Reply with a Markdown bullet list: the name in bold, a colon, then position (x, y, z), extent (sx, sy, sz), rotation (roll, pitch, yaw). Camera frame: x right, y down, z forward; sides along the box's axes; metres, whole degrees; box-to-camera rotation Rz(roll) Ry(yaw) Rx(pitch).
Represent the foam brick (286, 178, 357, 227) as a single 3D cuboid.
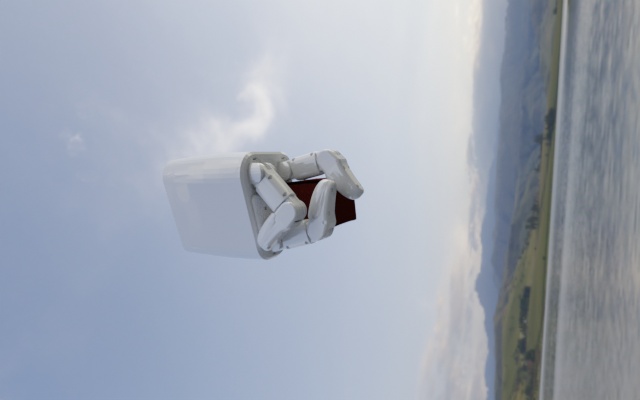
- **foam brick**: position (0.000, 0.002, 0.522), extent (0.051, 0.053, 0.078), rotation (-4, 3, 26)
